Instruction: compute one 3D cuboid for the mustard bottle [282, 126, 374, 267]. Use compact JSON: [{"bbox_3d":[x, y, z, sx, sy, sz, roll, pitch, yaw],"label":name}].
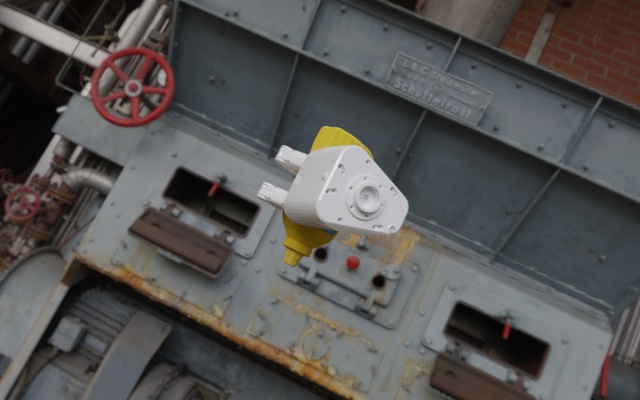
[{"bbox_3d":[0.000,0.002,0.656,0.058,0.191,0.096,17,-13,45],"label":"mustard bottle"}]
